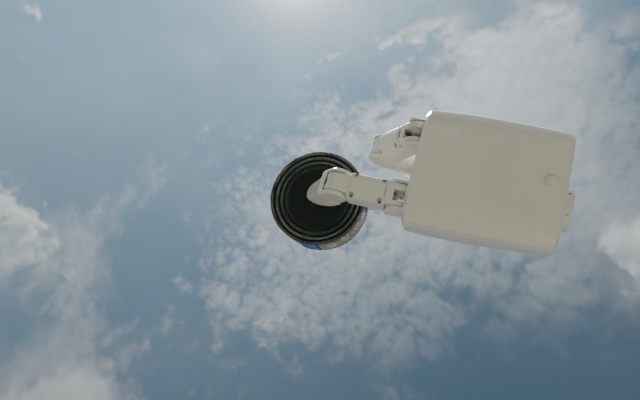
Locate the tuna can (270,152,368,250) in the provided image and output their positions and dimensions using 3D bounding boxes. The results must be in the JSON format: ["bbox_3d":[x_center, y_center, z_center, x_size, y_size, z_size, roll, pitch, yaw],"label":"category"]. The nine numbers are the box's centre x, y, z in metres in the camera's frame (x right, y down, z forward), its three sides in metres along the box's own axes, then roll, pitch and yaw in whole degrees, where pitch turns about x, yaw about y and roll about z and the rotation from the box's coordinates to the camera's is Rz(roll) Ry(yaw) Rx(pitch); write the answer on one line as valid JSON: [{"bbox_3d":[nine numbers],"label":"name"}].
[{"bbox_3d":[0.000,0.002,0.436,0.086,0.086,0.034,0,-17,13],"label":"tuna can"}]
